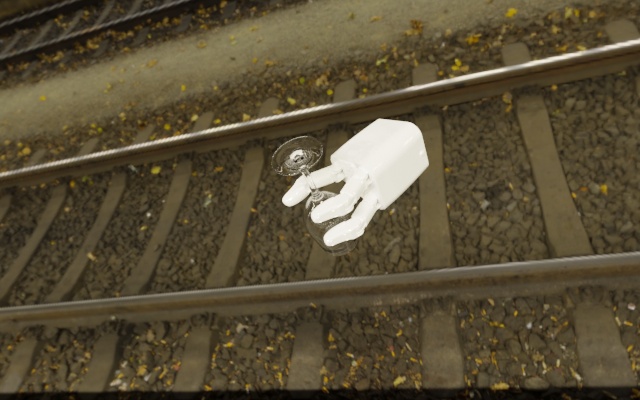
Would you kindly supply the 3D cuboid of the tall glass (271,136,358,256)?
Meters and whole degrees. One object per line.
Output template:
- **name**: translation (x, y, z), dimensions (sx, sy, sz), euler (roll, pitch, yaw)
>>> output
- **tall glass**: translation (0.000, 0.002, 0.715), dimensions (0.079, 0.079, 0.201), euler (0, -40, 25)
